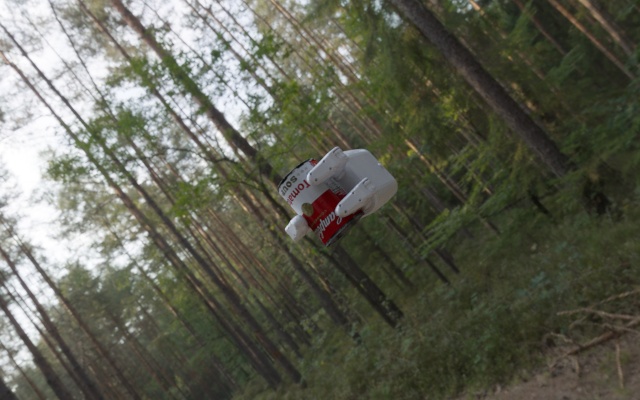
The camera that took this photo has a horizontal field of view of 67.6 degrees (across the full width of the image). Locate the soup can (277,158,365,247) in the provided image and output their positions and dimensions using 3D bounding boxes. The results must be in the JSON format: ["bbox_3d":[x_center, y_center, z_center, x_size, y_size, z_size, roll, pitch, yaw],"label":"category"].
[{"bbox_3d":[0.000,0.002,0.635,0.068,0.102,0.068,-41,-9,-8],"label":"soup can"}]
